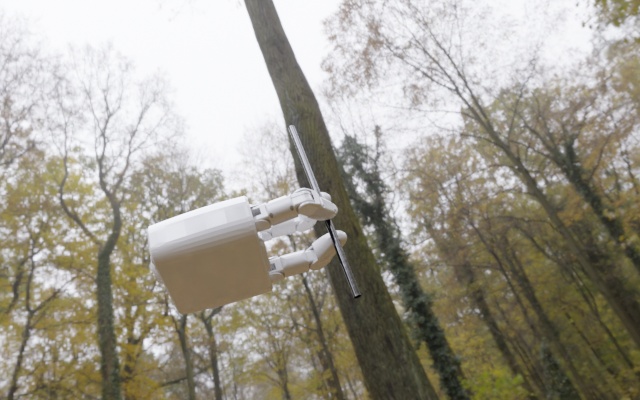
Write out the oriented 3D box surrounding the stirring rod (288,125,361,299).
[{"bbox_3d":[0.000,0.002,0.543,0.011,0.239,0.011,-15,-33,-10],"label":"stirring rod"}]
